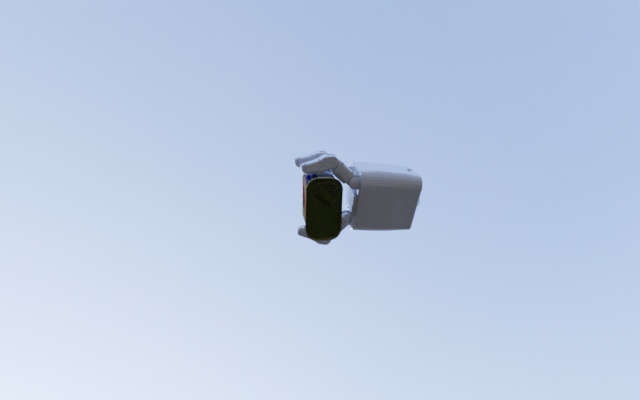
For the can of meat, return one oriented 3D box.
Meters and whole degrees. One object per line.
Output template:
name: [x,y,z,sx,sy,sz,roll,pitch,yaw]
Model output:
can of meat: [0.000,0.003,0.775,0.057,0.102,0.084,-1,17,-8]
